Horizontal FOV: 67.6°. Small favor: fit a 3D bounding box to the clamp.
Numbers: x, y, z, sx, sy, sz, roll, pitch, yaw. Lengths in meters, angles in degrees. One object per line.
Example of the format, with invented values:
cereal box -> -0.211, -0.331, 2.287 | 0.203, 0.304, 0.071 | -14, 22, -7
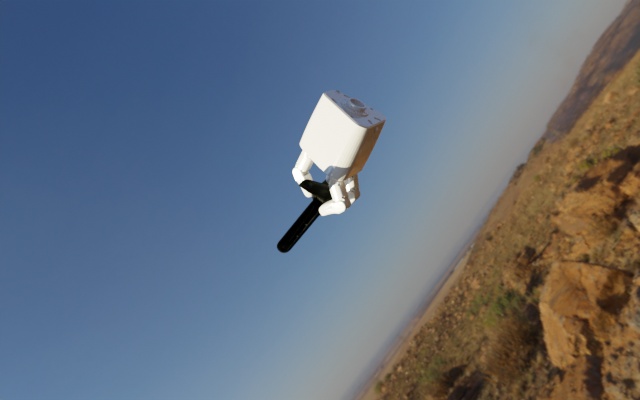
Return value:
clamp -> 0.000, 0.002, 0.870 | 0.036, 0.165, 0.210 | 37, 35, 15
